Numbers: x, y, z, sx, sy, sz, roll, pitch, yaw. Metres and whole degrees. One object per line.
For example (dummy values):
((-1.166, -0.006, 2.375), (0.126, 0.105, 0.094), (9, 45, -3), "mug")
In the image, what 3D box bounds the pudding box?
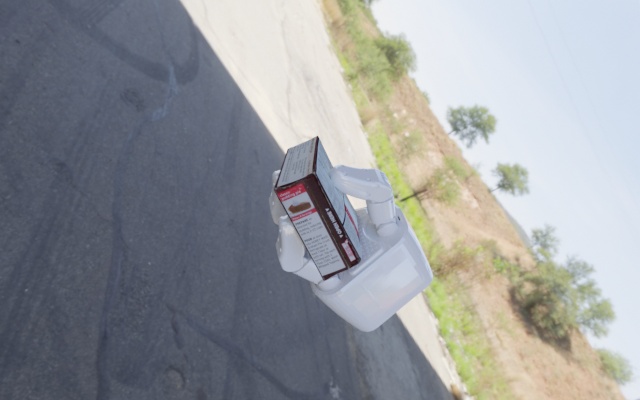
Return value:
((0.000, 0.001, 0.419), (0.039, 0.090, 0.113), (-25, 19, 9), "pudding box")
